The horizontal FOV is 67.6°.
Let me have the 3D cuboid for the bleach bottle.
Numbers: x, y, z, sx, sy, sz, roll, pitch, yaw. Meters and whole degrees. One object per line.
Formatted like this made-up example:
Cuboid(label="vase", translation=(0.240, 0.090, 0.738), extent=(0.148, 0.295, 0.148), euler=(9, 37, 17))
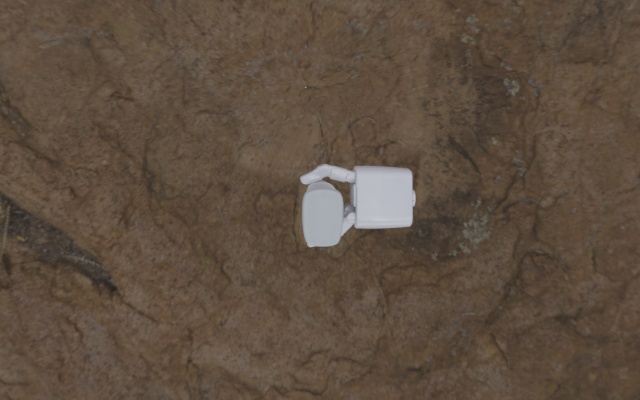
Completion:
Cuboid(label="bleach bottle", translation=(0.000, 0.003, 0.899), extent=(0.068, 0.102, 0.250), euler=(0, 13, -2))
